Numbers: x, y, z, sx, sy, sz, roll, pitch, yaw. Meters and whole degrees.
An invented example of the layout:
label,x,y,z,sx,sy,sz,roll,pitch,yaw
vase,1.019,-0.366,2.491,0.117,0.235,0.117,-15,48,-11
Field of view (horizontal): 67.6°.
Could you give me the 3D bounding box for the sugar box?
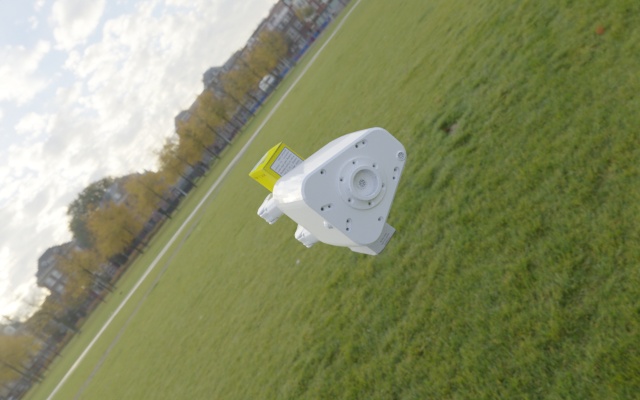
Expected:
label,x,y,z,sx,sy,sz,roll,pitch,yaw
sugar box,0.000,0.002,0.593,0.176,0.048,0.093,39,-12,-13
